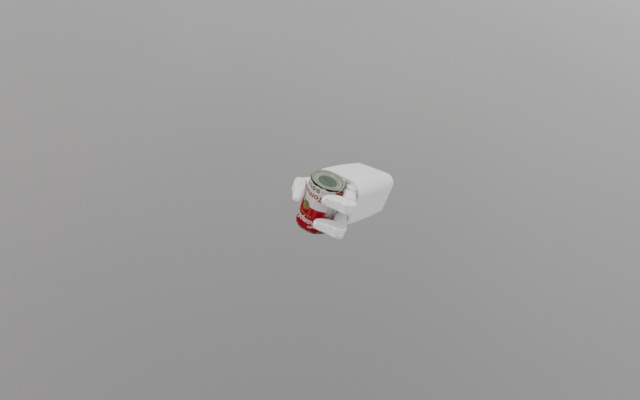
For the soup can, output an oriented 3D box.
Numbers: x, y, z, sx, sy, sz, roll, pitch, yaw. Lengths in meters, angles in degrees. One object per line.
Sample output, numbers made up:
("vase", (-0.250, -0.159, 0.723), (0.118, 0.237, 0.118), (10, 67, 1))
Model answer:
("soup can", (0.000, 0.003, 0.884), (0.068, 0.102, 0.068), (14, 33, -9))
